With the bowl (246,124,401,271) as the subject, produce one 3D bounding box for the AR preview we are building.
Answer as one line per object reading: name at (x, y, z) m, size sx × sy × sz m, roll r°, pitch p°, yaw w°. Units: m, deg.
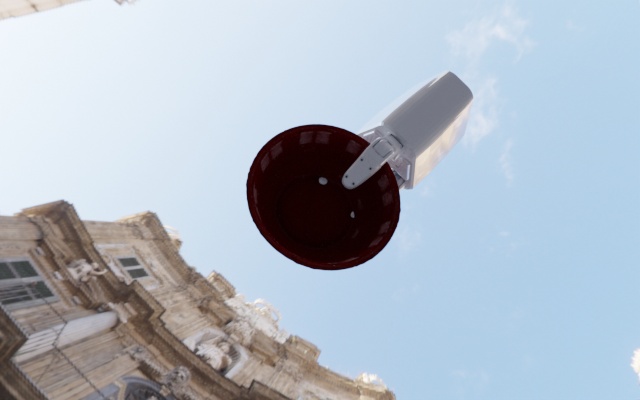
bowl at (-0.001, 0.002, 0.507) m, size 0.162 × 0.162 × 0.055 m, roll 0°, pitch -22°, yaw -14°
